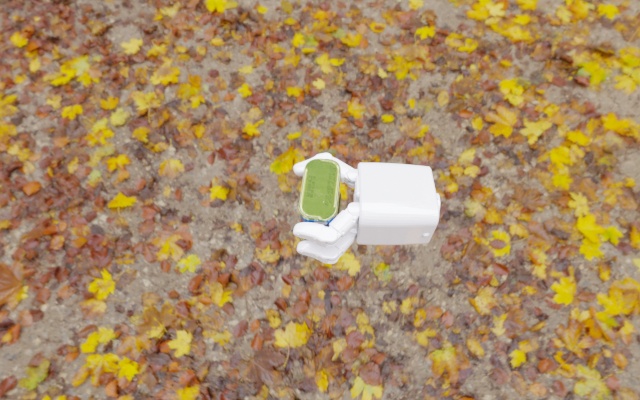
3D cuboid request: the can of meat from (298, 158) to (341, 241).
[{"bbox_3d":[0.000,0.002,0.681,0.057,0.102,0.084,5,-28,3],"label":"can of meat"}]
